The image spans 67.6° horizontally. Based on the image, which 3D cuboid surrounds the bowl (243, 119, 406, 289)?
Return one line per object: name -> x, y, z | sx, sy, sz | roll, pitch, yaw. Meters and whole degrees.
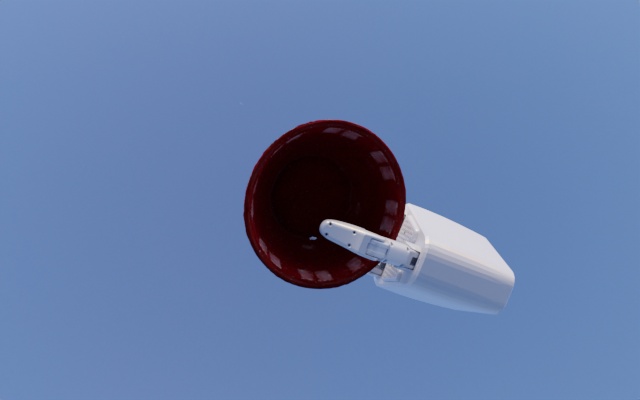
bowl -> -0.001, 0.001, 0.468 | 0.162, 0.162, 0.055 | 0, 11, -20
